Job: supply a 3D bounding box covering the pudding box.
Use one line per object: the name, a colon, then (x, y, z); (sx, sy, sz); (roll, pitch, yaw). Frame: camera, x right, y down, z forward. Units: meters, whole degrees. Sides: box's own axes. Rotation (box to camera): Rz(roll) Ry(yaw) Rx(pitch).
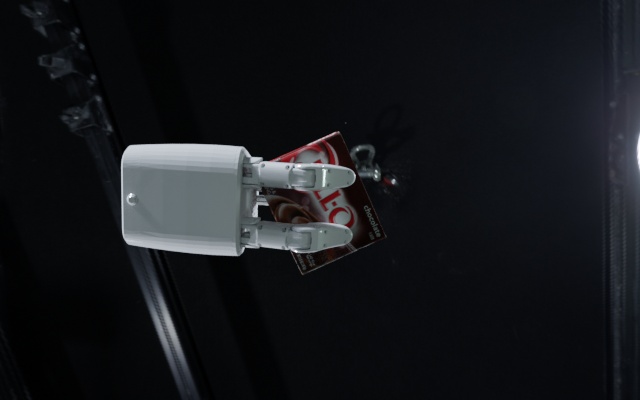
pudding box: (0.000, 0.002, 0.466); (0.090, 0.113, 0.039); (-24, 9, 4)
